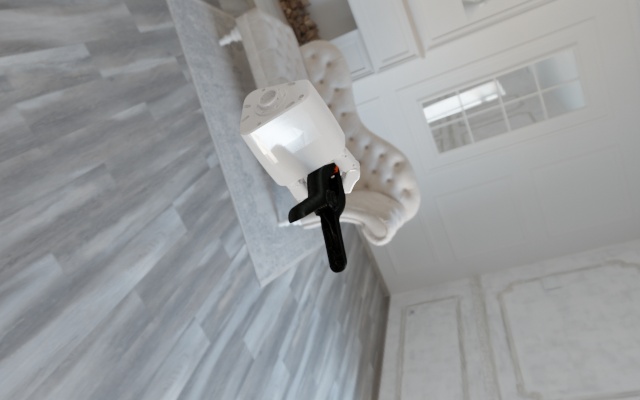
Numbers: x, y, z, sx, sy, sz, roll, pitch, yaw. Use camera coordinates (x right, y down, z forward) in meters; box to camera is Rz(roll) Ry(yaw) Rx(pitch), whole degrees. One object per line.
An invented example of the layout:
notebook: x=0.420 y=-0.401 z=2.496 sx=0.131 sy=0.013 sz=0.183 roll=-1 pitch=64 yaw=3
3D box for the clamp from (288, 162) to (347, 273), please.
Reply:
clamp: x=0.001 y=0.002 z=0.660 sx=0.039 sy=0.171 sz=0.120 roll=-18 pitch=-44 yaw=20
